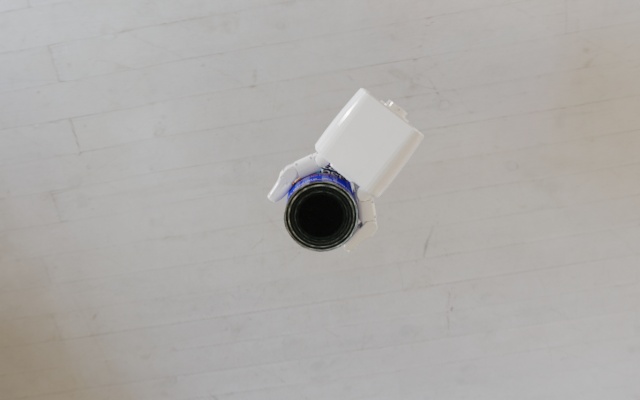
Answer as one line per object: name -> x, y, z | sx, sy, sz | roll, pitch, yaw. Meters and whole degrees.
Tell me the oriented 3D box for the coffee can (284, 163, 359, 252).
coffee can -> 0.000, 0.002, 0.713 | 0.103, 0.103, 0.140 | 0, 17, -1
